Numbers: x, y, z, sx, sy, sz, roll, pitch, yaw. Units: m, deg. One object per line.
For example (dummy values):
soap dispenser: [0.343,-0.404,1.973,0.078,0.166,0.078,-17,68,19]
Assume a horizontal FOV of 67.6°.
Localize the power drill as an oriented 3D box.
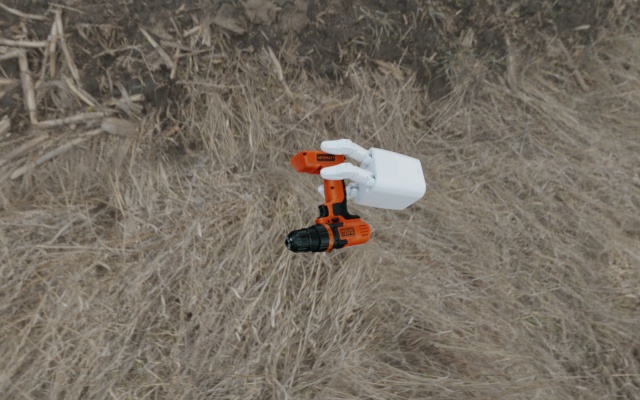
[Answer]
power drill: [0.000,0.002,0.889,0.184,0.187,0.057,-4,-13,-38]
